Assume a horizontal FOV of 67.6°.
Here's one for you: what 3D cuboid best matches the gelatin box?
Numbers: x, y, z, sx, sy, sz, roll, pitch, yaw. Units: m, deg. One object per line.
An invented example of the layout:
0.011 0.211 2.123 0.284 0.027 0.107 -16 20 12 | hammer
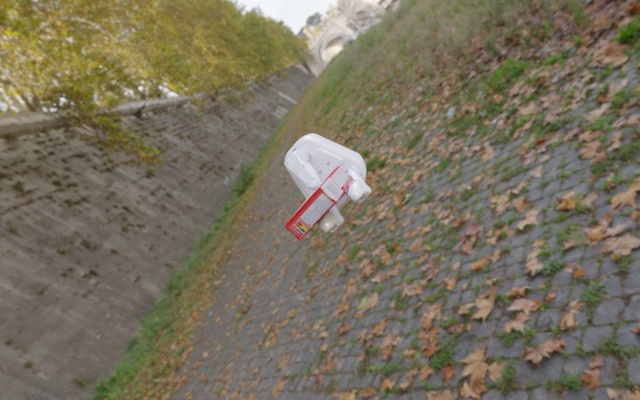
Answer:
0.000 0.002 0.596 0.073 0.030 0.089 -47 2 27 | gelatin box
